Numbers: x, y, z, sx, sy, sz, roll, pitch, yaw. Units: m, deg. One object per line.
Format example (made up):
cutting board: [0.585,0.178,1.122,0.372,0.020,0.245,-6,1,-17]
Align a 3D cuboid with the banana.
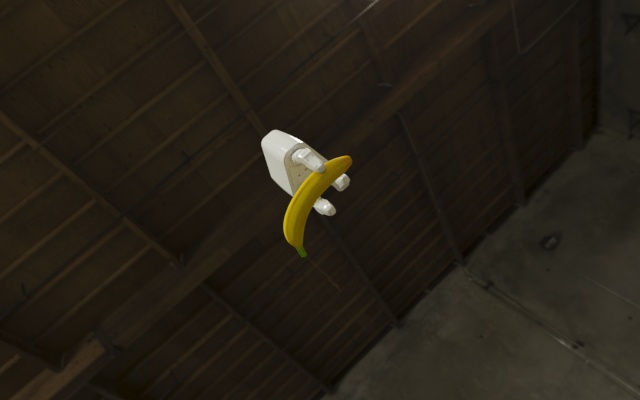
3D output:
banana: [-0.015,0.000,0.837,0.070,0.198,0.037,24,6,-38]
